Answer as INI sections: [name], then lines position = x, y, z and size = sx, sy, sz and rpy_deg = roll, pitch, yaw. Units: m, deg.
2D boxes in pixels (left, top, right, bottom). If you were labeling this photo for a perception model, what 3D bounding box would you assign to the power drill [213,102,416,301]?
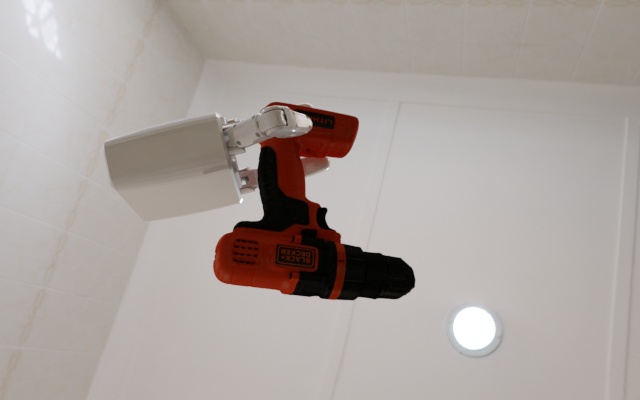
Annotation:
[power drill]
position = 0.000, 0.001, 0.459
size = 0.184, 0.187, 0.057
rpy_deg = 9, -30, -14
